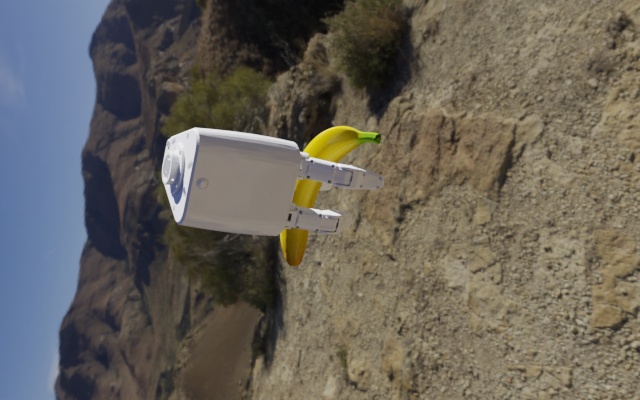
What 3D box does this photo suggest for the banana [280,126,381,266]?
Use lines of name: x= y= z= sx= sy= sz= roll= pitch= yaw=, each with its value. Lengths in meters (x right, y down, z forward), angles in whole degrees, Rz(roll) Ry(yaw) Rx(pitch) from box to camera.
banana: x=-0.009 y=-0.013 z=0.552 sx=0.037 sy=0.198 sz=0.069 roll=-1 pitch=41 yaw=-46
